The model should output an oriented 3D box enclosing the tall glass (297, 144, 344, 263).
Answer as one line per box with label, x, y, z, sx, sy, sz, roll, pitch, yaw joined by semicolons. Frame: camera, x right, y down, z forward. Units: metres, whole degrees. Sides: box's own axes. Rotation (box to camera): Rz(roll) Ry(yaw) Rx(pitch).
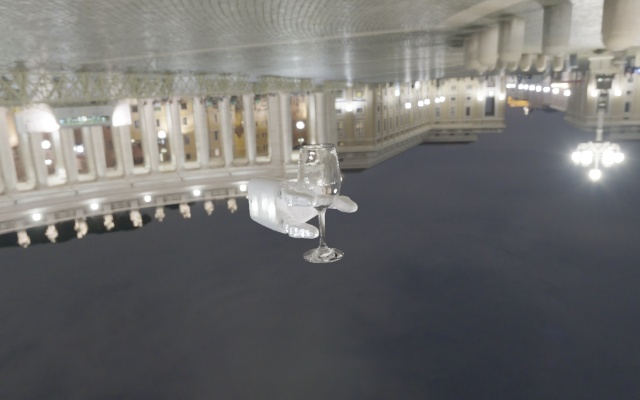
tall glass;0.000;0.003;0.842;0.079;0.201;0.079;-3;13;1
